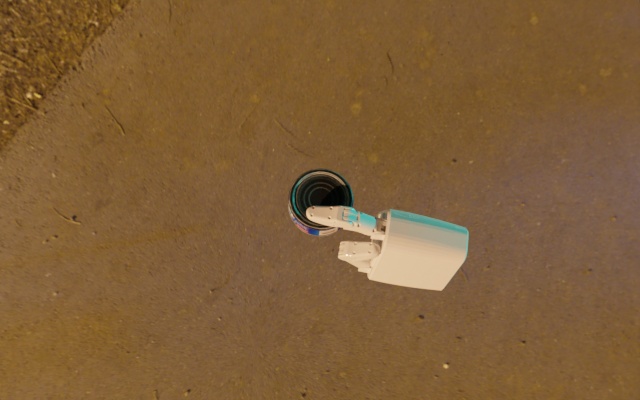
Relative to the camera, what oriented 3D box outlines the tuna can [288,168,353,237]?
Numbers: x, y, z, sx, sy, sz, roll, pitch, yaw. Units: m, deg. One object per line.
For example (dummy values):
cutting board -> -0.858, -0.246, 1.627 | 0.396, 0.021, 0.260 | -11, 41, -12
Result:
tuna can -> 0.000, 0.002, 0.627 | 0.086, 0.086, 0.034 | 0, -18, -2
